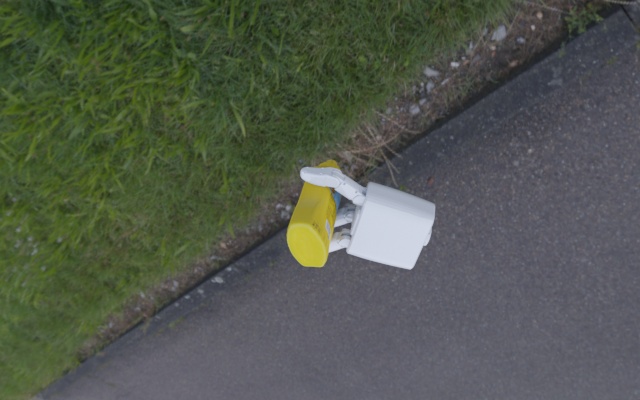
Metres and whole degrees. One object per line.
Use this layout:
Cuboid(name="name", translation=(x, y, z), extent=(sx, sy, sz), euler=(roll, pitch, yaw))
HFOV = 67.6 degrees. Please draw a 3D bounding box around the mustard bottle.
Cuboid(name="mustard bottle", translation=(0.000, 0.003, 0.744), extent=(0.058, 0.096, 0.191), euler=(-1, 43, 18))
